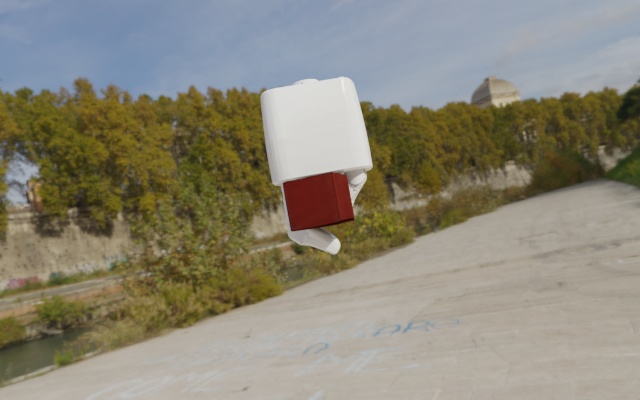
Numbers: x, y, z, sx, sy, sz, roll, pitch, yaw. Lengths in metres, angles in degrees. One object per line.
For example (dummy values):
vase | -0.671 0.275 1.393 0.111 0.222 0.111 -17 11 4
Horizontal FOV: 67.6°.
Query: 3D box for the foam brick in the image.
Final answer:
foam brick | 0.000 0.002 0.497 0.053 0.051 0.078 -10 -2 14
